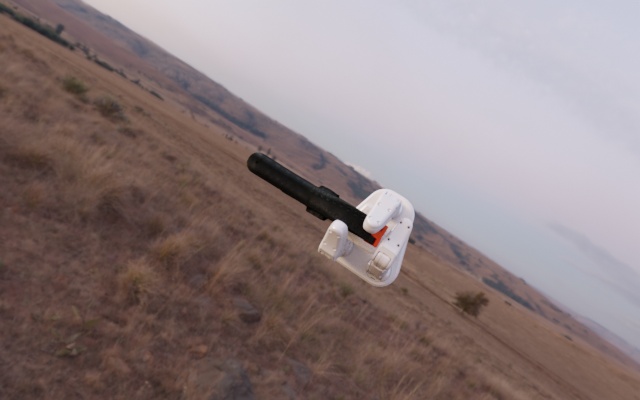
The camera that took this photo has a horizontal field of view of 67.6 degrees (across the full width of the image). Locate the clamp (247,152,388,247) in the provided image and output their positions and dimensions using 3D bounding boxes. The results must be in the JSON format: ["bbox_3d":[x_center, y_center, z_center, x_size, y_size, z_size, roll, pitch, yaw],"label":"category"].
[{"bbox_3d":[0.001,0.001,0.565,0.171,0.039,0.120,33,4,12],"label":"clamp"}]
